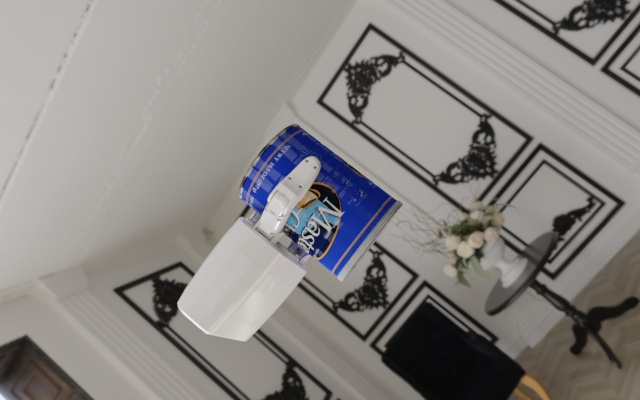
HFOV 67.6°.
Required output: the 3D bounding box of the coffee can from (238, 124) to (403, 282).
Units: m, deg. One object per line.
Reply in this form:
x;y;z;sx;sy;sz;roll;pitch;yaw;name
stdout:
0.000;0.002;0.505;0.140;0.103;0.103;38;7;9;coffee can
